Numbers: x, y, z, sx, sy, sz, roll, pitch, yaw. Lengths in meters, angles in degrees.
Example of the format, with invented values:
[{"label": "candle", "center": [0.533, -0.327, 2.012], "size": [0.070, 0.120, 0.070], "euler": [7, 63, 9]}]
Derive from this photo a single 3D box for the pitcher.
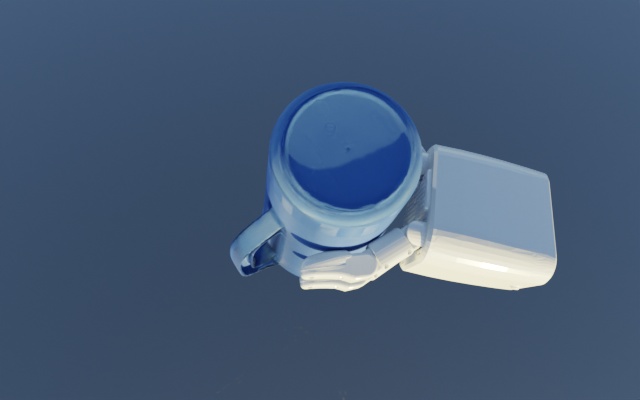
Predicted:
[{"label": "pitcher", "center": [0.000, 0.001, 0.436], "size": [0.145, 0.149, 0.243], "euler": [14, -16, -1]}]
